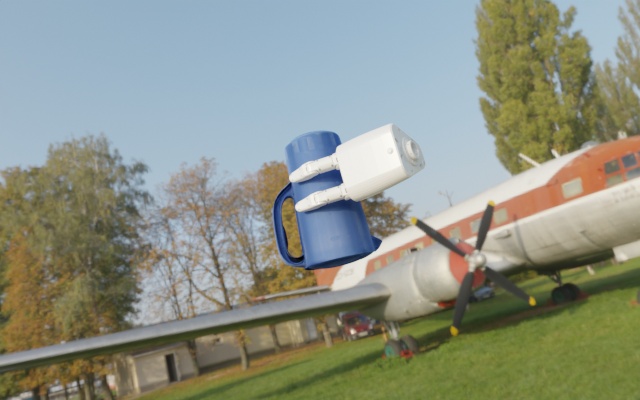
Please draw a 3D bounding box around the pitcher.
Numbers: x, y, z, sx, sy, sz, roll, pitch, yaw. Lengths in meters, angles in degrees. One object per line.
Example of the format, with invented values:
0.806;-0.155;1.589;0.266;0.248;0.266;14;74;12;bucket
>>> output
0.000;0.003;0.874;0.145;0.242;0.149;-23;-16;34;pitcher
